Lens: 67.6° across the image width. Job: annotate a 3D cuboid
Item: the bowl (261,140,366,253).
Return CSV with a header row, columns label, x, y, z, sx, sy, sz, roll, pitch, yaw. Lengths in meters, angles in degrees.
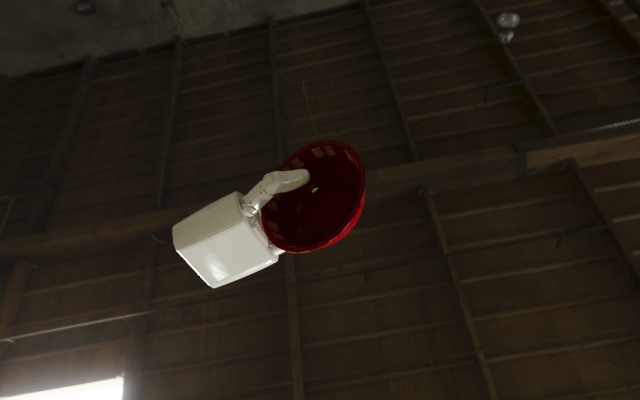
label,x,y,z,sx,sy,sz,roll,pitch,yaw
bowl,0.001,0.002,0.635,0.162,0.162,0.055,0,-25,37
